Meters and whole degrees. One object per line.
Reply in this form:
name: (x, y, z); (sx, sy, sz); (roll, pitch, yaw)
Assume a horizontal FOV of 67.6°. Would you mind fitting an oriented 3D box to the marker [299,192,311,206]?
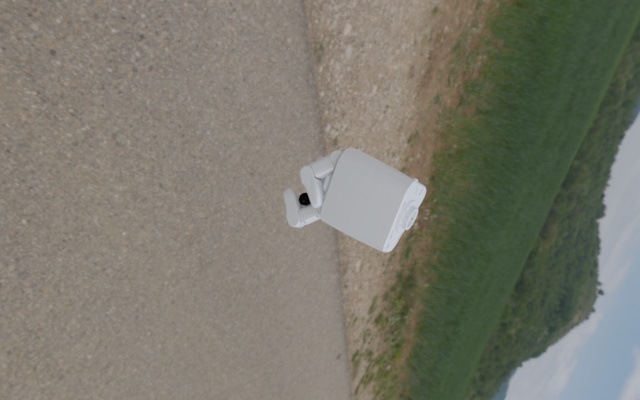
marker: (0.000, 0.002, 0.731); (0.020, 0.020, 0.121); (0, -5, 25)
